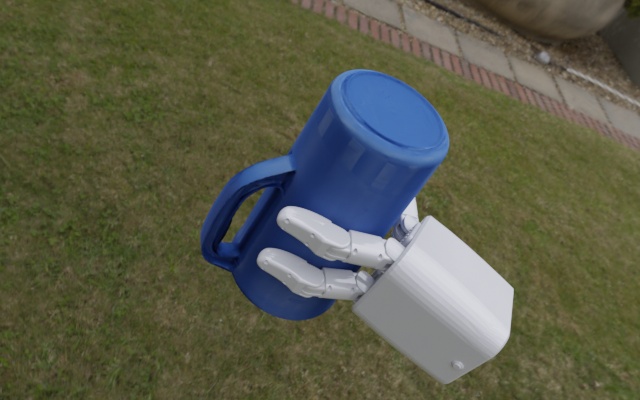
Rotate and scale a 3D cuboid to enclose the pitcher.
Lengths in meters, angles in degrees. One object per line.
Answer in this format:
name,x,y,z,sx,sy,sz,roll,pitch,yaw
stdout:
pitcher,0.000,0.002,0.448,0.149,0.145,0.243,-42,-11,-46
